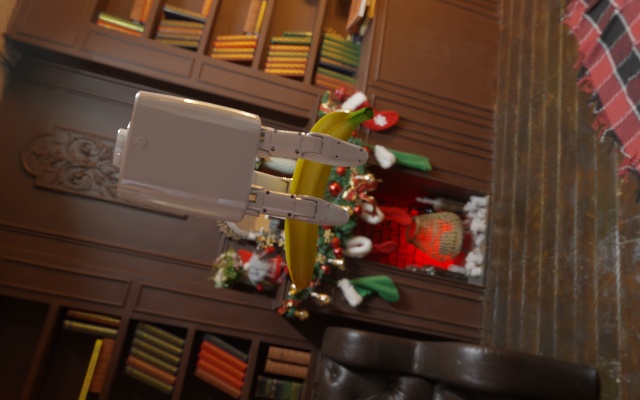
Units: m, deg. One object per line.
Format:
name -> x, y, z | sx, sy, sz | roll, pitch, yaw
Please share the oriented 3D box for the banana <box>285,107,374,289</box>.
banana -> -0.006, -0.009, 0.488 | 0.037, 0.198, 0.069 | 9, 18, -29
